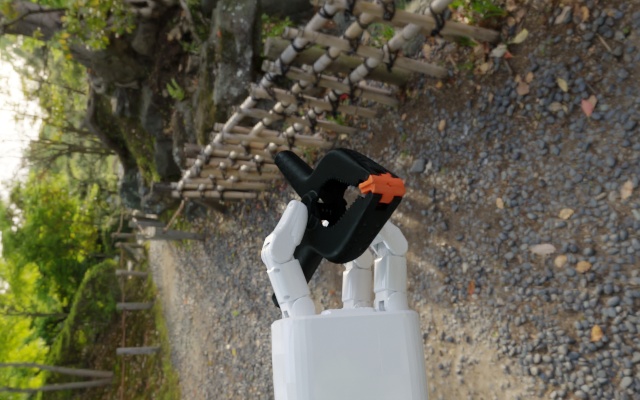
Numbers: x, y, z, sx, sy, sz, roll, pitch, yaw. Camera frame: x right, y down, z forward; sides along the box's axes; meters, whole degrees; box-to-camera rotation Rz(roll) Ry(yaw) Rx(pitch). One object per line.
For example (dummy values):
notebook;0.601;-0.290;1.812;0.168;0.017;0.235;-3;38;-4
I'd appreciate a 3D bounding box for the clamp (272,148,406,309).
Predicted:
clamp;0.000;0.001;0.423;0.036;0.164;0.210;4;-20;-26
